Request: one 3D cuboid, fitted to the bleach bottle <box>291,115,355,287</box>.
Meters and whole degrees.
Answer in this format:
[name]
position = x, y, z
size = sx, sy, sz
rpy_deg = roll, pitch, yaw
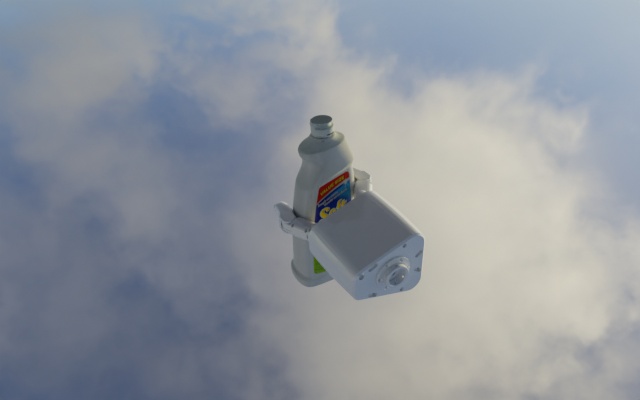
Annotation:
[bleach bottle]
position = 0.000, 0.002, 0.677
size = 0.102, 0.251, 0.068
rpy_deg = -19, 37, -21
